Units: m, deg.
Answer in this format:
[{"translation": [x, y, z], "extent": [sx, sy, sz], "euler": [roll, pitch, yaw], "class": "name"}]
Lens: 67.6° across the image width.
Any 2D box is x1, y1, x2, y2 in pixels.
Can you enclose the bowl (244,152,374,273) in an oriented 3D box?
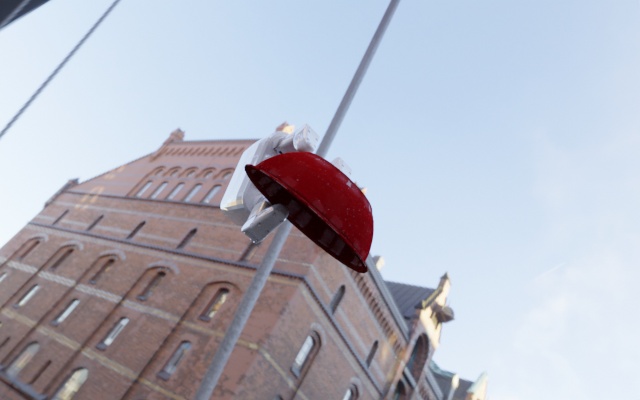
[{"translation": [0.001, 0.002, 0.485], "extent": [0.162, 0.055, 0.162], "euler": [40, -11, 9], "class": "bowl"}]
